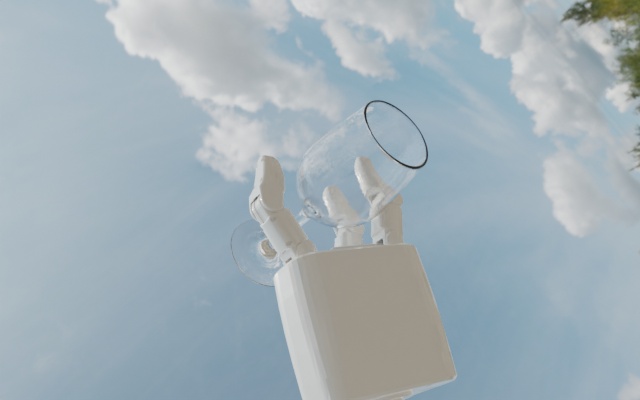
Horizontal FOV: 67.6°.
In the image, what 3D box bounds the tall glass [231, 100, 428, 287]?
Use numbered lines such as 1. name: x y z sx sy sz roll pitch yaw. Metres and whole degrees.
1. tall glass: 0.000 0.002 0.412 0.079 0.079 0.201 0 -31 -41
